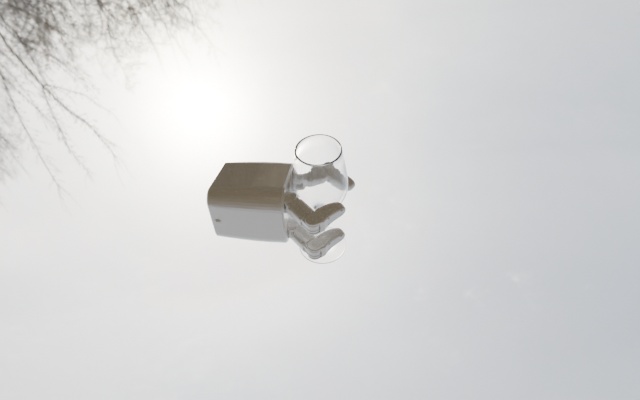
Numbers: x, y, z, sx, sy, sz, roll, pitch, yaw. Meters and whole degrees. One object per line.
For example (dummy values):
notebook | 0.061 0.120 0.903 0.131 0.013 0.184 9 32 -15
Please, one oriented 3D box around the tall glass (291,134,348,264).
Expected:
tall glass | 0.000 0.003 0.684 0.079 0.079 0.201 0 -43 2
